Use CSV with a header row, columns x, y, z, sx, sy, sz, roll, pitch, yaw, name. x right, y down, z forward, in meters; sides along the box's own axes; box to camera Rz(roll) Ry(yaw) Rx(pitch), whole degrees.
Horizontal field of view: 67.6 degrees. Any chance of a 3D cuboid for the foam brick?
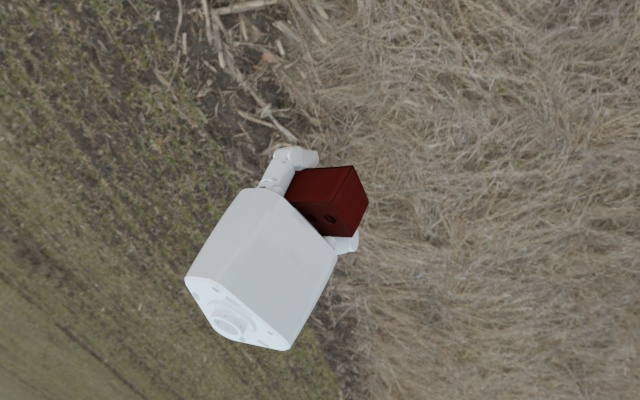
x,y,z,sx,sy,sz,roll,pitch,yaw,name
0.000,0.001,0.482,0.078,0.053,0.051,-1,44,34,foam brick
